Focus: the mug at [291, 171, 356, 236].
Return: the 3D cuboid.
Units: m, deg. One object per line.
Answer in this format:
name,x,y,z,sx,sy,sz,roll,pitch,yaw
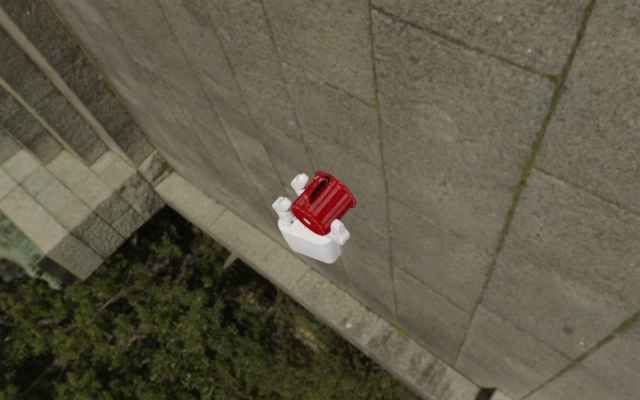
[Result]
mug,0.000,0.002,0.832,0.093,0.081,0.117,33,-19,26
